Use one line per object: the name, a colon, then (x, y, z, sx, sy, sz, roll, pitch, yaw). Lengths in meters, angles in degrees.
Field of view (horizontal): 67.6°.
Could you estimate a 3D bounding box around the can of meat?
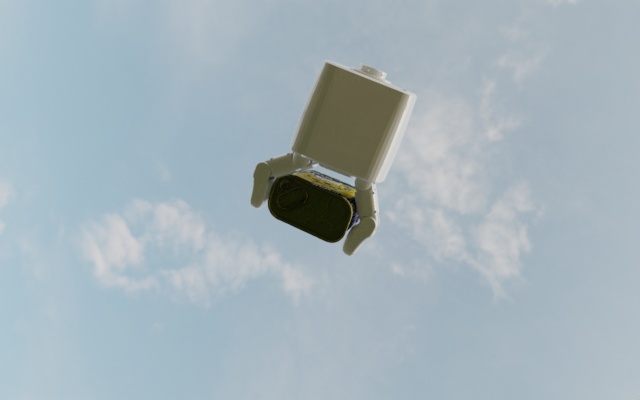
can of meat: (0.000, 0.002, 0.587, 0.102, 0.057, 0.084, 23, 17, 15)
